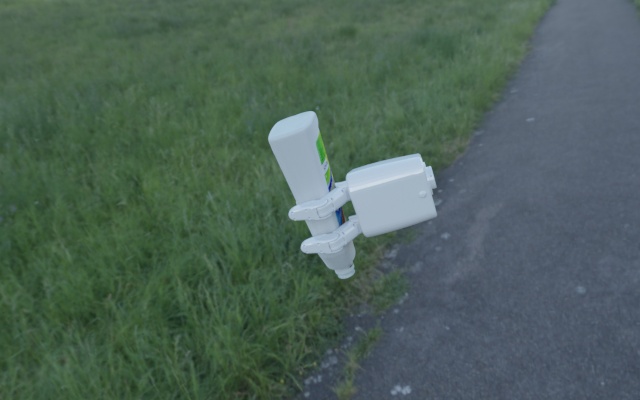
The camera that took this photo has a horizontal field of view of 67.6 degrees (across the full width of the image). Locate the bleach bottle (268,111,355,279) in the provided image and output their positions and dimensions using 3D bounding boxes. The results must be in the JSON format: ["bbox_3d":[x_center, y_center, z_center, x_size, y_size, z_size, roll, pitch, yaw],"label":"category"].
[{"bbox_3d":[0.000,0.002,0.709,0.068,0.251,0.102,-16,23,12],"label":"bleach bottle"}]
